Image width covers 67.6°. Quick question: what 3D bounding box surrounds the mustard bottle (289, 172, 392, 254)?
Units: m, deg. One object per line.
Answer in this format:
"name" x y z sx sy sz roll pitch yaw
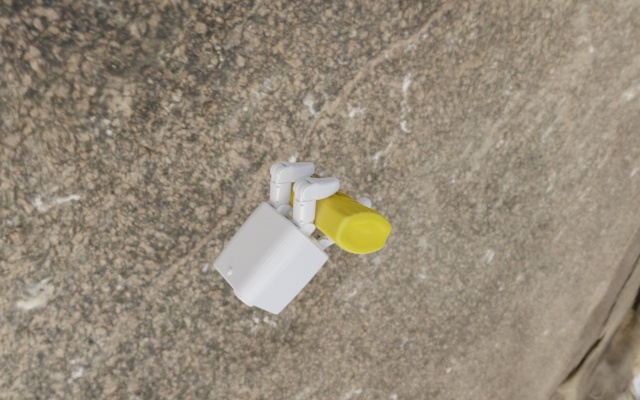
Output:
"mustard bottle" 0.000 0.002 0.644 0.096 0.058 0.191 12 17 -44
